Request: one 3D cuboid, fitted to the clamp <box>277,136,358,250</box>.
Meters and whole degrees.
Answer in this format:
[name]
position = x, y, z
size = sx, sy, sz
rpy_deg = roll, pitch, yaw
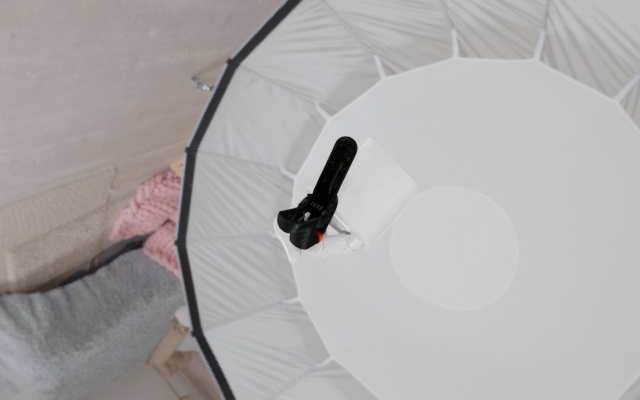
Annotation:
[clamp]
position = 0.000, 0.002, 0.532
size = 0.039, 0.120, 0.171
rpy_deg = 40, -12, 10
